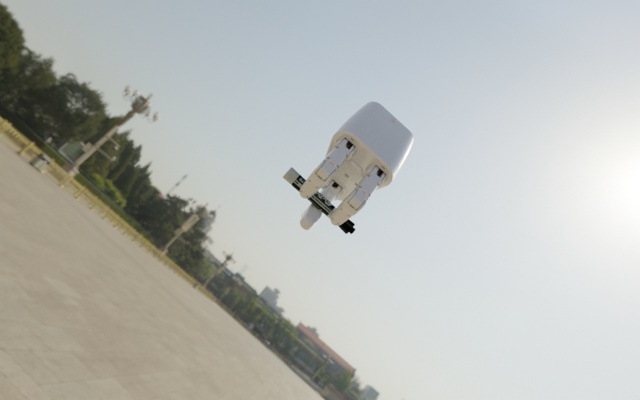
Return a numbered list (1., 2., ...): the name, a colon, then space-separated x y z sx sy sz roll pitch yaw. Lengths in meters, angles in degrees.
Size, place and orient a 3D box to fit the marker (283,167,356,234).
1. marker: 0.000 0.002 0.642 0.121 0.020 0.020 42 -4 -5
